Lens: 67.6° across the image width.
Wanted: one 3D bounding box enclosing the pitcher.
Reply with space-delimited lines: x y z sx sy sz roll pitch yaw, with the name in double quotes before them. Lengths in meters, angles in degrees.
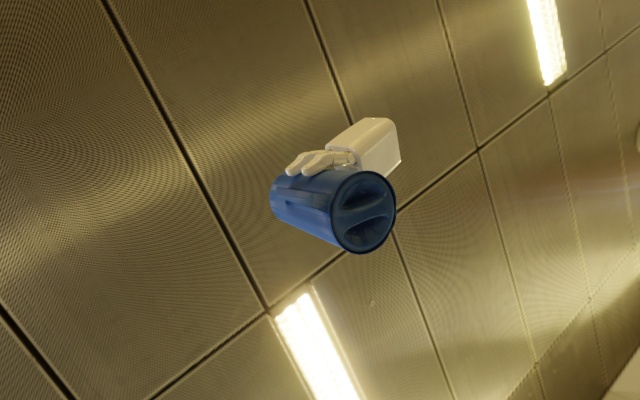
"pitcher" 0.000 0.003 0.835 0.145 0.149 0.243 -39 26 -23
